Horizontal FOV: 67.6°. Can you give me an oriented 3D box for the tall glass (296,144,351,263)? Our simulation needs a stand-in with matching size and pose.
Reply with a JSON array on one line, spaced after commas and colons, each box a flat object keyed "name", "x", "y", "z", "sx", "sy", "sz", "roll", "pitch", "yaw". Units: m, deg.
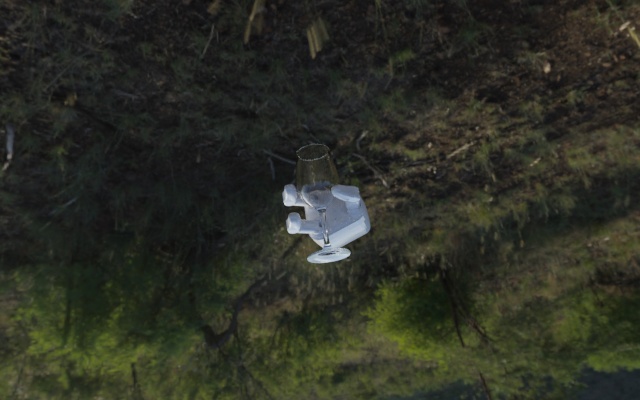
[{"name": "tall glass", "x": 0.000, "y": 0.003, "z": 0.836, "sx": 0.079, "sy": 0.201, "sz": 0.079, "roll": -8, "pitch": -22, "yaw": -3}]
